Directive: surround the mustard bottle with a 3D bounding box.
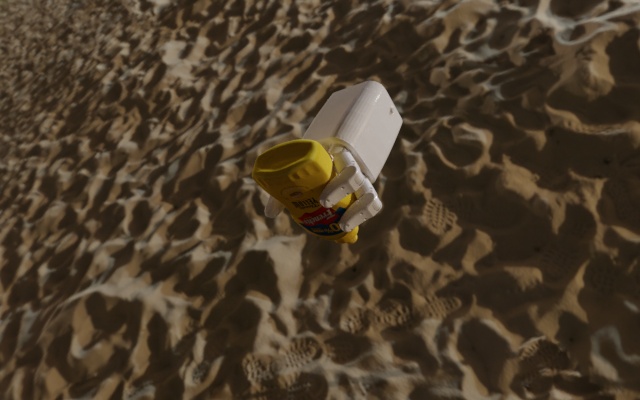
[{"bbox_3d":[0.000,0.002,0.633,0.096,0.058,0.192,-13,-41,27],"label":"mustard bottle"}]
